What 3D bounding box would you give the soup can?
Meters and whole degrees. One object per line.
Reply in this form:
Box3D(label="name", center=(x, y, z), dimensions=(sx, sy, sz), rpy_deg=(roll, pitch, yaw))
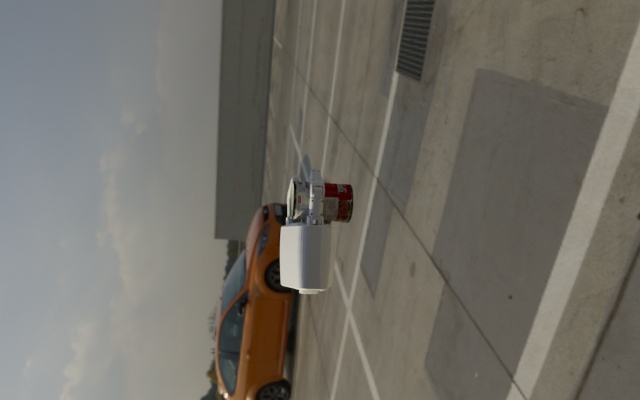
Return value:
Box3D(label="soup can", center=(0.000, 0.002, 0.829), dimensions=(0.102, 0.068, 0.068), rpy_deg=(3, -1, -9))
